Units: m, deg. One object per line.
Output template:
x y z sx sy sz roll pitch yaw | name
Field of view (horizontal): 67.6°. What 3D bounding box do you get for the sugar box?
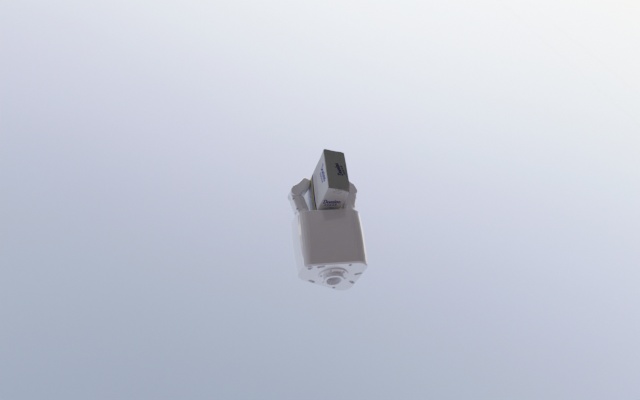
0.001 0.003 0.857 0.048 0.093 0.176 10 -42 -19 | sugar box
